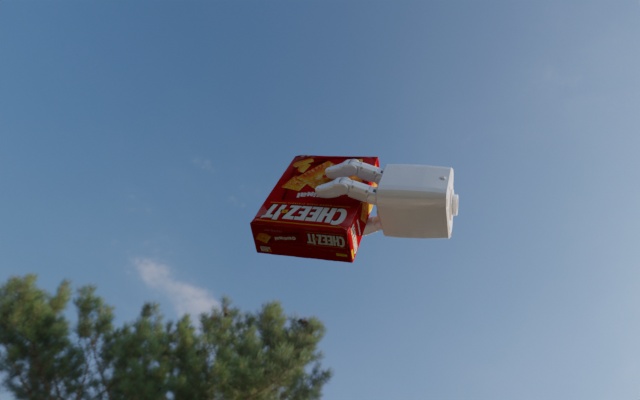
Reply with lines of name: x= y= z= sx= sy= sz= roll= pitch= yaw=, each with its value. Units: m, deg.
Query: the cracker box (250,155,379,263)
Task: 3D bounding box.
cracker box: x=0.000 y=0.003 z=0.809 sx=0.164 sy=0.072 sz=0.213 roll=3 pitch=36 yaw=19
